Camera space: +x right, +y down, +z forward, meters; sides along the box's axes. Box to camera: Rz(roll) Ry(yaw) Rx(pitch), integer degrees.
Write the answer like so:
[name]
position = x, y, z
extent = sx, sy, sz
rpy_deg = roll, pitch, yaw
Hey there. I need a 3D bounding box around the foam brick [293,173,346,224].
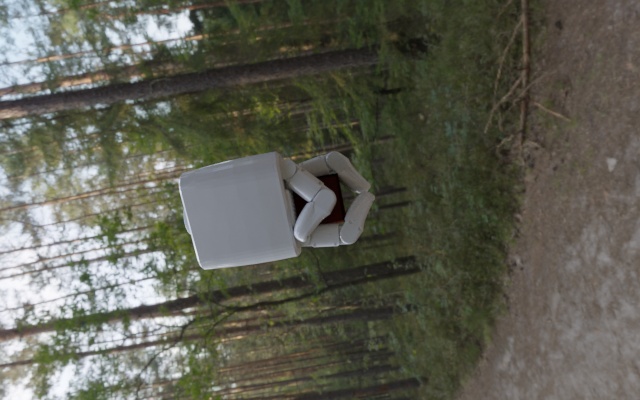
[foam brick]
position = 0.000, 0.002, 0.543
extent = 0.051, 0.053, 0.078
rpy_deg = -11, -5, 3
